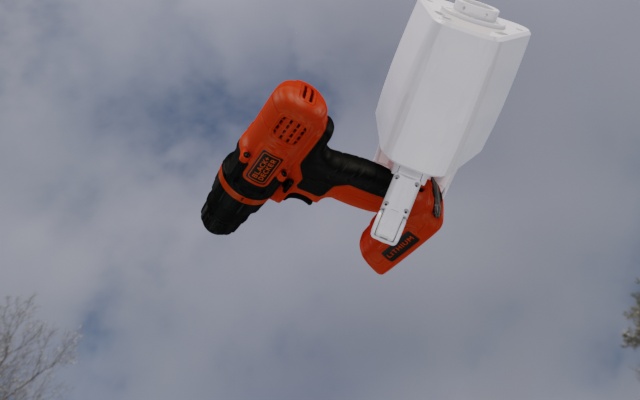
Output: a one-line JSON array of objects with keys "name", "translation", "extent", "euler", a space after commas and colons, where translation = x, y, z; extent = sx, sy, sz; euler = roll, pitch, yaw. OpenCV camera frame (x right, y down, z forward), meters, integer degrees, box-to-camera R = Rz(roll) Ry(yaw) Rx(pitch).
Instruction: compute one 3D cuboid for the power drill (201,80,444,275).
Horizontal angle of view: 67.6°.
[{"name": "power drill", "translation": [0.001, 0.001, 0.434], "extent": [0.188, 0.057, 0.184], "euler": [25, -46, -20]}]
